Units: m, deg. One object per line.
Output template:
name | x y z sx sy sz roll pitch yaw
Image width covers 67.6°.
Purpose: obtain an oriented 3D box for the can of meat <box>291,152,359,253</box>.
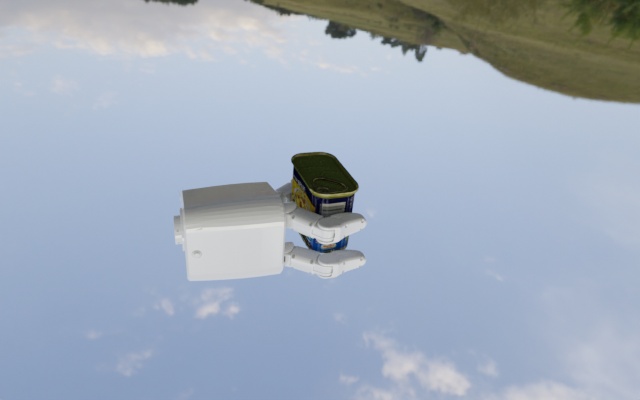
can of meat | 0.000 0.002 0.568 0.057 0.084 0.102 -7 33 -20
